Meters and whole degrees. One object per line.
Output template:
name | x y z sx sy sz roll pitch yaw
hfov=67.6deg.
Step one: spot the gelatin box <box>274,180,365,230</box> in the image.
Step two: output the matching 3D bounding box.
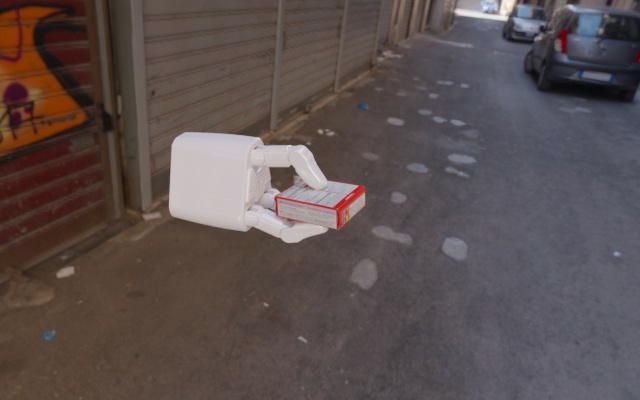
gelatin box | 0.000 0.002 0.581 0.089 0.030 0.073 10 27 28
